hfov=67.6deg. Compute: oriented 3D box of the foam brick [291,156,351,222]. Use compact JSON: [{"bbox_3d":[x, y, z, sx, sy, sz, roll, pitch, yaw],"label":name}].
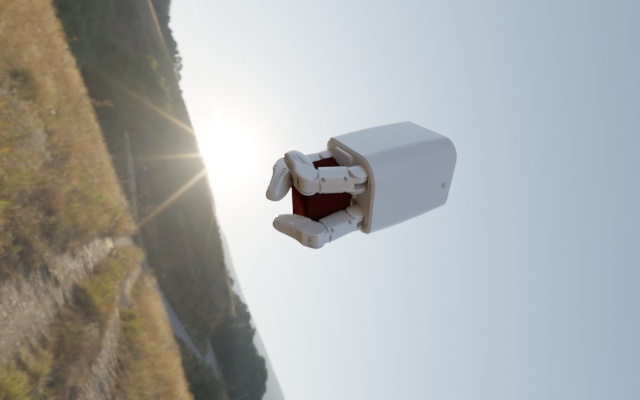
[{"bbox_3d":[0.000,0.002,0.529,0.051,0.078,0.053,-16,45,-18],"label":"foam brick"}]
